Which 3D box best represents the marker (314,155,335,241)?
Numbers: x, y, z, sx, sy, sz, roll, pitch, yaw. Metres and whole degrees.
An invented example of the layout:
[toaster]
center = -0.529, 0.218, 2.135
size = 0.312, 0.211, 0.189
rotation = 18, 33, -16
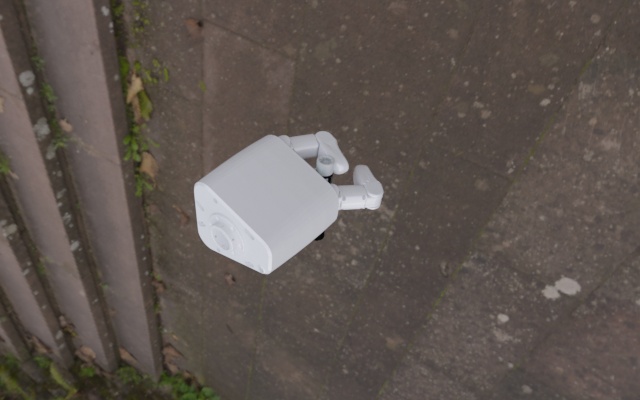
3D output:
[marker]
center = 0.000, 0.002, 0.540
size = 0.020, 0.121, 0.020
rotation = 4, 43, -4
